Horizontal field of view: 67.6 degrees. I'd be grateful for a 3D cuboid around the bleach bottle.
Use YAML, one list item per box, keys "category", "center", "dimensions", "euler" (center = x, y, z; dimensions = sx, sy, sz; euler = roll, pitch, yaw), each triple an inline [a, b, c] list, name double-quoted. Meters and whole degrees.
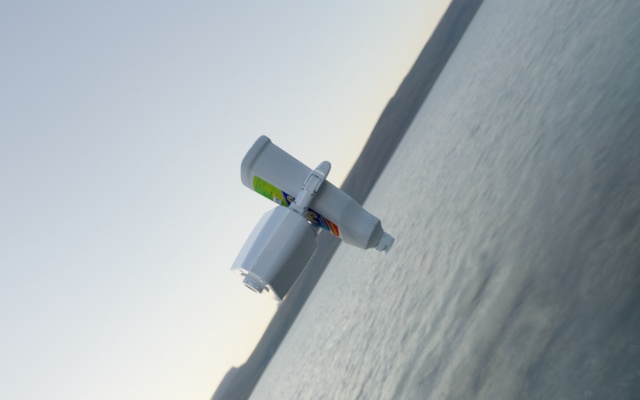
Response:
- category: "bleach bottle"
  center: [0.000, 0.002, 0.727]
  dimensions: [0.251, 0.068, 0.103]
  euler: [31, -22, 4]
